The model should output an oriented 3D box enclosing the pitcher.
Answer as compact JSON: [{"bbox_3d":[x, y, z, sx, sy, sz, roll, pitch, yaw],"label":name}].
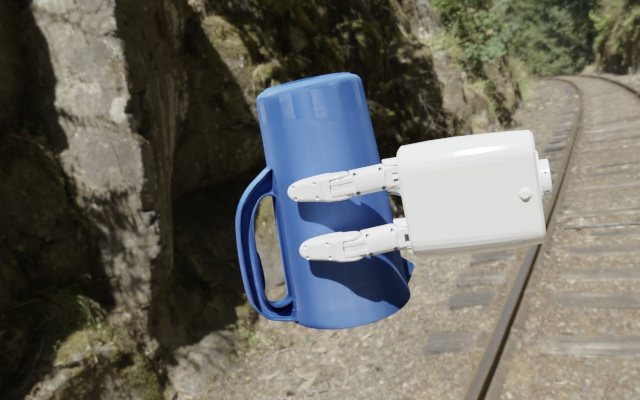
[{"bbox_3d":[0.000,0.002,0.493,0.145,0.243,0.149,-7,11,25],"label":"pitcher"}]
